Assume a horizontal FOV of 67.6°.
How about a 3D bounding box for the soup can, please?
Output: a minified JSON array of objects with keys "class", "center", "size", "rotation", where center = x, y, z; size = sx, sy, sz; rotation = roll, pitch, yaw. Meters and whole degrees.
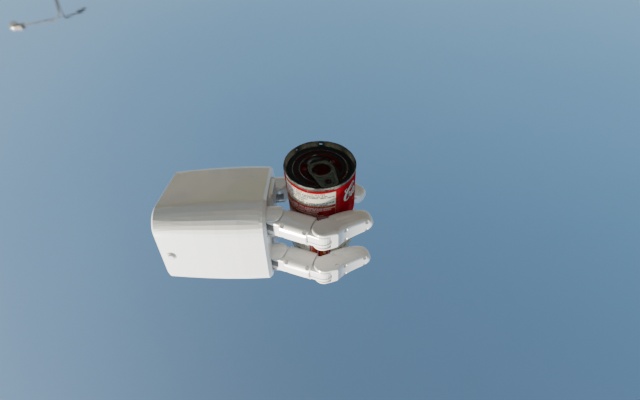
[{"class":"soup can","center":[0.001,0.002,0.476],"size":[0.068,0.068,0.102],"rotation":[-1,-45,1]}]
